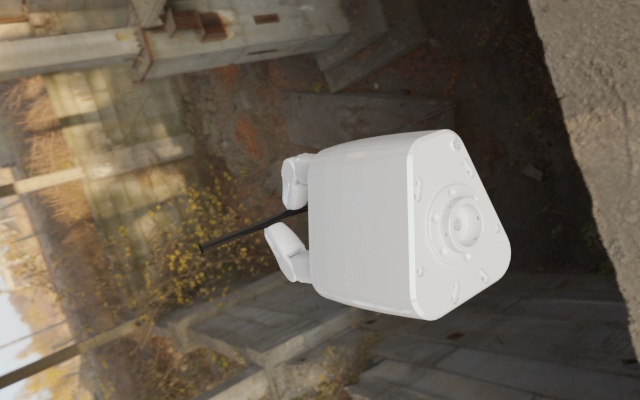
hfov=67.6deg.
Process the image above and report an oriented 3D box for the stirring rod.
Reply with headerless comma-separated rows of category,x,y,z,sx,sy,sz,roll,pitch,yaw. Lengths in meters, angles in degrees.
stirring rod,0.000,0.001,0.446,0.239,0.011,0.011,-21,11,-31
